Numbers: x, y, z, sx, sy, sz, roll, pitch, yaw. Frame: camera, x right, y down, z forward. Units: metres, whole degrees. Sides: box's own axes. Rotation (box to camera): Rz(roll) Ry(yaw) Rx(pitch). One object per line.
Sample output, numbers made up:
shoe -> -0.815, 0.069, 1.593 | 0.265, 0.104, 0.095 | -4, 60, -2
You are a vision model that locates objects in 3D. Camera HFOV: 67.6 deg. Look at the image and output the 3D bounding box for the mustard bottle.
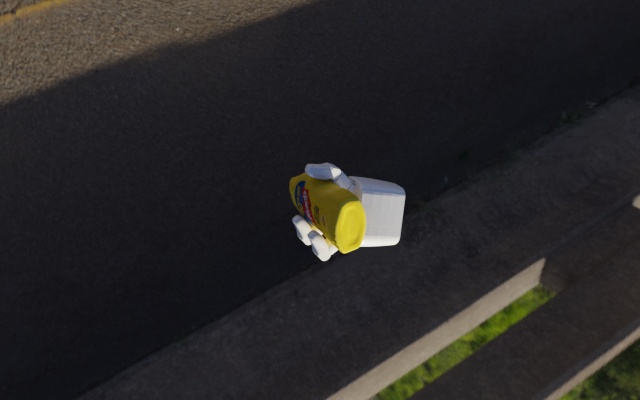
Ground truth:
mustard bottle -> 0.000, 0.003, 0.792 | 0.058, 0.096, 0.191 | -20, 33, -23
